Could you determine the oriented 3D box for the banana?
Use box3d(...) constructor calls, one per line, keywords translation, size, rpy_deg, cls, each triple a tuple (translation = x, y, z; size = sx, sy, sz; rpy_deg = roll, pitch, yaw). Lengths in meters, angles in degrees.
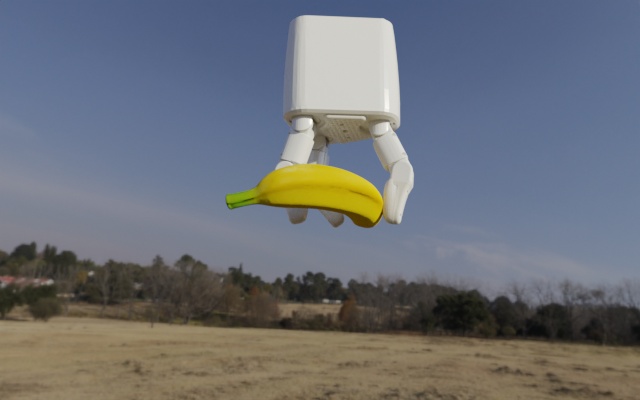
box3d(translation=(0.013, -0.002, 0.423), size=(0.069, 0.037, 0.198), rpy_deg=(-12, -16, 37), cls="banana")
